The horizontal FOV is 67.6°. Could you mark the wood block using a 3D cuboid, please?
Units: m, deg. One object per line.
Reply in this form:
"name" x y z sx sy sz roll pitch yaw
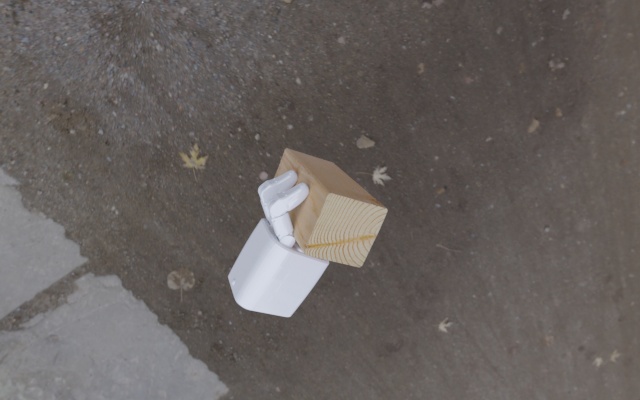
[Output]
"wood block" 0.000 0.003 0.695 0.091 0.090 0.206 16 15 -25
